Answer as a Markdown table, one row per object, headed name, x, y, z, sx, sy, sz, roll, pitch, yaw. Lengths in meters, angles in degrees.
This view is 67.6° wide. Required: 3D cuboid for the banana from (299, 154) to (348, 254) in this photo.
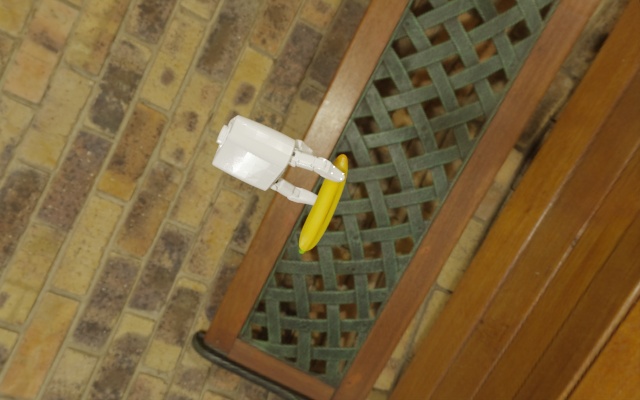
| name | x | y | z | sx | sy | sz | roll | pitch | yaw |
| --- | --- | --- | --- | --- | --- | --- | --- | --- | --- |
| banana | 0.003 | 0.010 | 0.843 | 0.037 | 0.198 | 0.069 | 24 | 5 | -18 |
